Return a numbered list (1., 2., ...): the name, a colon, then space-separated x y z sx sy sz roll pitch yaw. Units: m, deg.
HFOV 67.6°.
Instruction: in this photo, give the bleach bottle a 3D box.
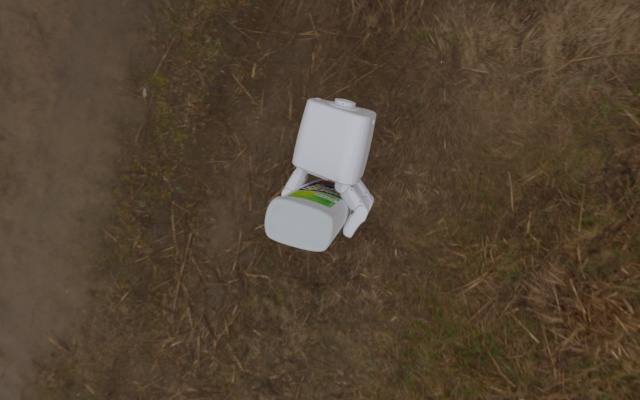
1. bleach bottle: 0.000 0.003 0.772 0.102 0.068 0.250 16 19 9
